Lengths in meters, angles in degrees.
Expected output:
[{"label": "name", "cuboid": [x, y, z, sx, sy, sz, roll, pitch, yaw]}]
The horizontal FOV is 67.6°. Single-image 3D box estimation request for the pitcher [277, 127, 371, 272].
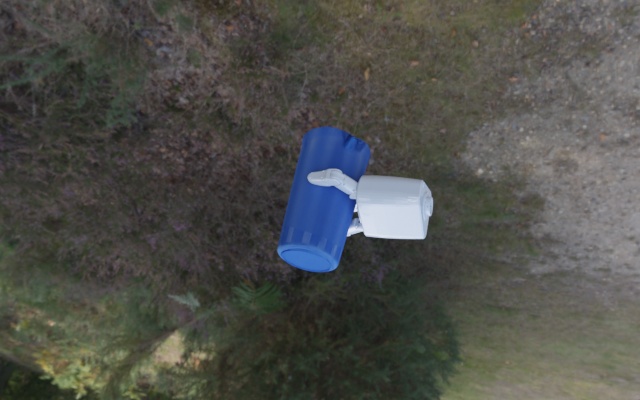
[{"label": "pitcher", "cuboid": [0.000, 0.003, 0.867, 0.145, 0.242, 0.149, 3, -29, 22]}]
